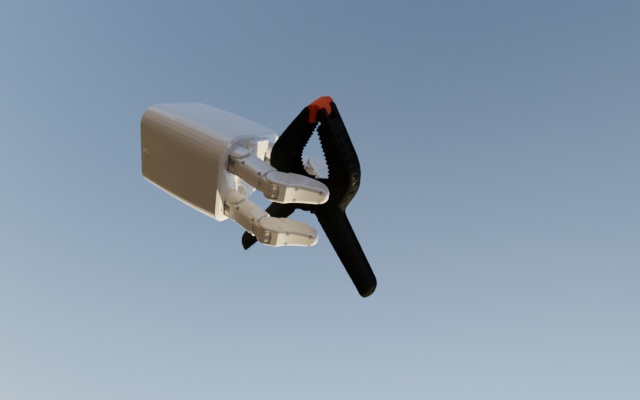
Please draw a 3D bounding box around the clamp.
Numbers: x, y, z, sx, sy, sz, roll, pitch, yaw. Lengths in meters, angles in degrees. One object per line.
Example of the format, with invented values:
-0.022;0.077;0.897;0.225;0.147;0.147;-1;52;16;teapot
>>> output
0.000;0.001;0.482;0.164;0.210;0.036;24;37;14;clamp
